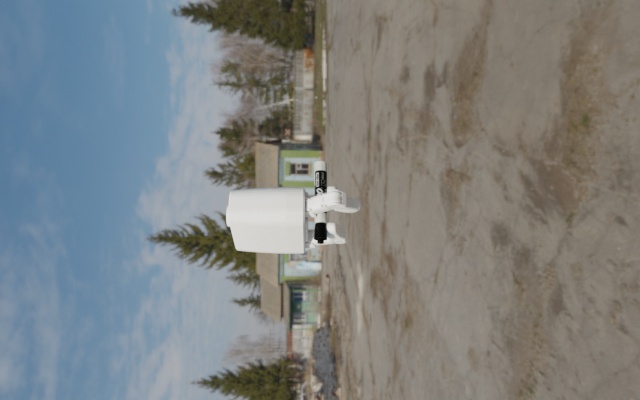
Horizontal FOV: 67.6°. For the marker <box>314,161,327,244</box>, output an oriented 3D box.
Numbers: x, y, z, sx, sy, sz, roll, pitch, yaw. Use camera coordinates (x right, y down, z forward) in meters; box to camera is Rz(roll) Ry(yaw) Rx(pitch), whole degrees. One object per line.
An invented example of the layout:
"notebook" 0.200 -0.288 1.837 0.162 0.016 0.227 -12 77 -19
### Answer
"marker" 0.000 0.002 0.677 0.020 0.121 0.020 0 -20 0
